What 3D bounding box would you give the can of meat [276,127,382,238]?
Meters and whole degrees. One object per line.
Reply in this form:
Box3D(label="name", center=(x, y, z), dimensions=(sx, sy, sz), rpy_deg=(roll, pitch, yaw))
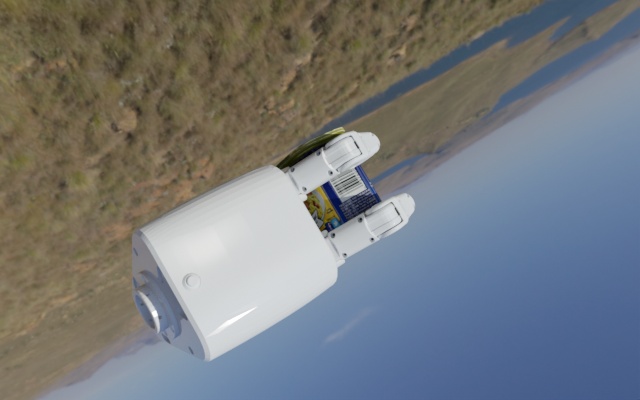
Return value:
Box3D(label="can of meat", center=(0.000, 0.002, 0.401), dimensions=(0.057, 0.084, 0.102), rpy_deg=(-28, -4, -37))
